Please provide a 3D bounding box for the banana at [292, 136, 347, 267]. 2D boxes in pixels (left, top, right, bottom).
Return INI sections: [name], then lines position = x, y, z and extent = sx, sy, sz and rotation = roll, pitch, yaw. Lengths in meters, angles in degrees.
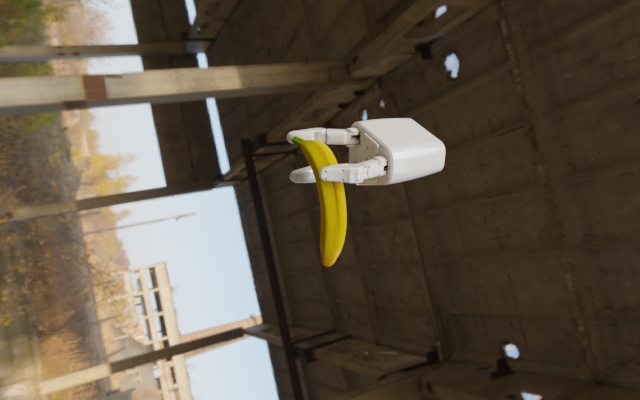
[banana]
position = 0.008, -0.003, 0.682
extent = 0.037, 0.198, 0.069
rotation = -12, 0, -30
